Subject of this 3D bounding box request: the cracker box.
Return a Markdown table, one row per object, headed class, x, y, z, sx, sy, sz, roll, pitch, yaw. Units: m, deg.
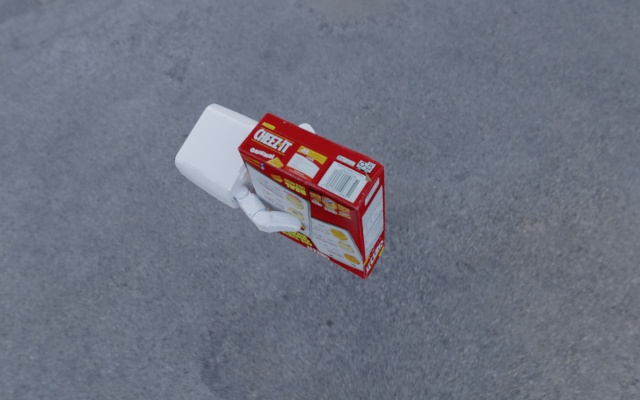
| class | x | y | z | sx | sy | sz | roll | pitch | yaw |
| --- | --- | --- | --- | --- | --- | --- | --- | --- | --- |
| cracker box | 0.000 | 0.002 | 0.619 | 0.164 | 0.072 | 0.214 | 27 | -22 | 21 |
